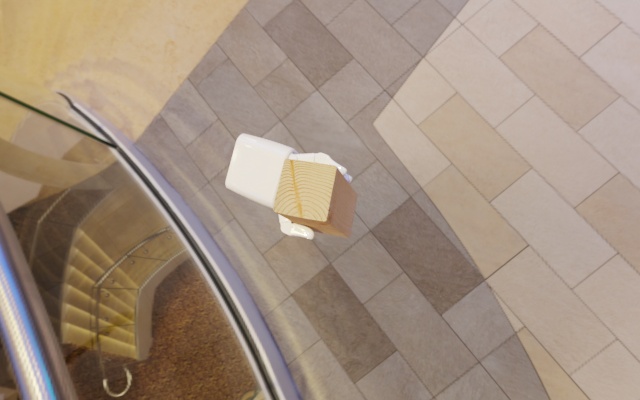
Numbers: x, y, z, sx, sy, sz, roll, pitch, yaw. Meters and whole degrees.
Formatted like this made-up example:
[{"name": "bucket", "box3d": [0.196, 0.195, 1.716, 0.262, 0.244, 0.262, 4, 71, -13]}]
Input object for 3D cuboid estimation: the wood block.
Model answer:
[{"name": "wood block", "box3d": [0.000, 0.003, 0.836, 0.090, 0.091, 0.206, 10, -8, 16]}]
